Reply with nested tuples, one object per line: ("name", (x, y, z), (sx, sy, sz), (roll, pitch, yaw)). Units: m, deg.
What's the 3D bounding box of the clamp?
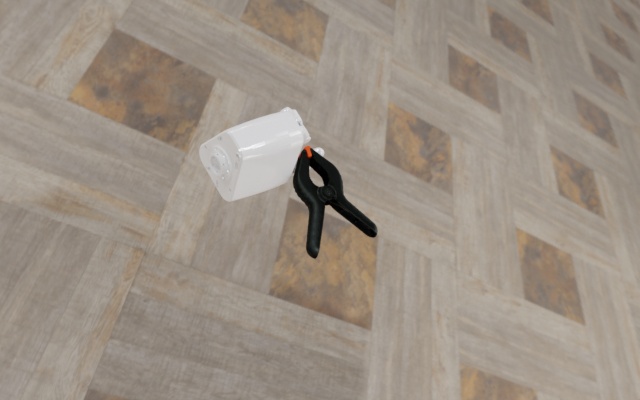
("clamp", (0.000, 0.002, 0.712), (0.120, 0.171, 0.039), (-25, -13, -36))
